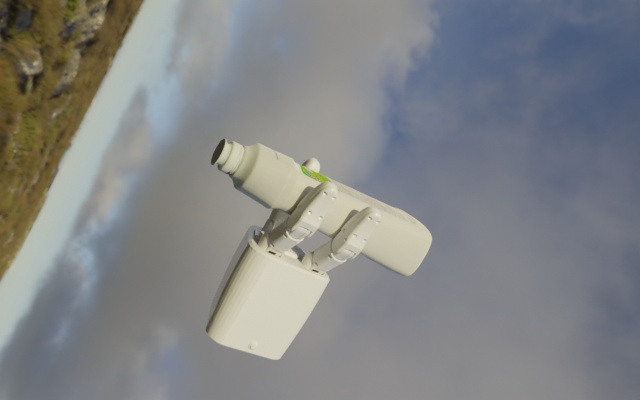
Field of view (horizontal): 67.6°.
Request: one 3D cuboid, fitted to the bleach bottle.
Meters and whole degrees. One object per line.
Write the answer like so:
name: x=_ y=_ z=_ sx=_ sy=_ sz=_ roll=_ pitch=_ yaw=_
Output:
bleach bottle: x=0.000 y=0.002 z=0.512 sx=0.251 sy=0.068 sz=0.102 roll=27 pitch=6 yaw=-28
